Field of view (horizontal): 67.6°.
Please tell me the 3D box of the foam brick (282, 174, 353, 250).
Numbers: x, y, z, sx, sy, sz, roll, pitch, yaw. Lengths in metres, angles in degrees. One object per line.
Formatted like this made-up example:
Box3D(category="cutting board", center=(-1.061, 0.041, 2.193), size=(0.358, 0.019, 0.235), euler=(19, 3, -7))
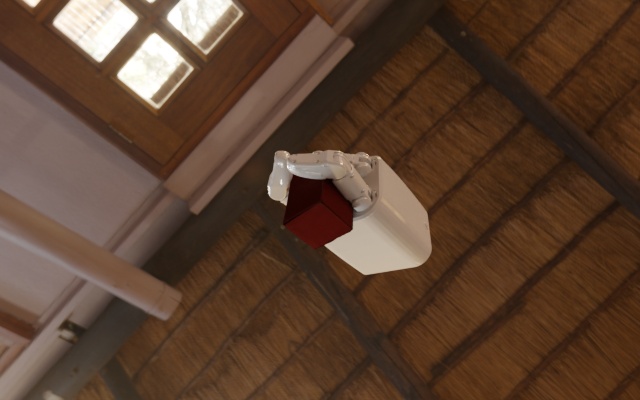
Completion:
Box3D(category="foam brick", center=(0.000, 0.002, 0.502), size=(0.053, 0.078, 0.051), euler=(-30, -57, 29))
